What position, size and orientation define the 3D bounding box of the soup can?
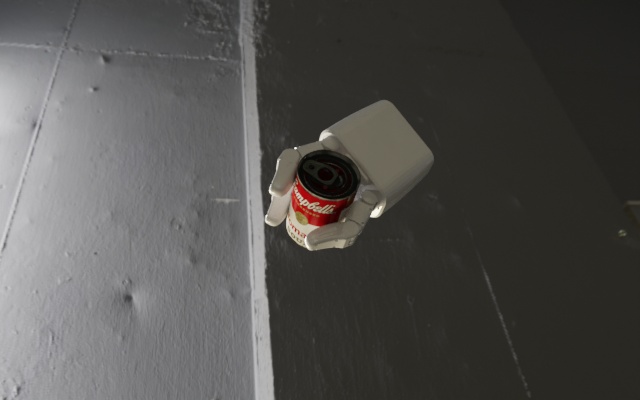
[{"bbox_3d":[0.000,0.002,0.535,0.068,0.068,0.102,0,-36,-13],"label":"soup can"}]
